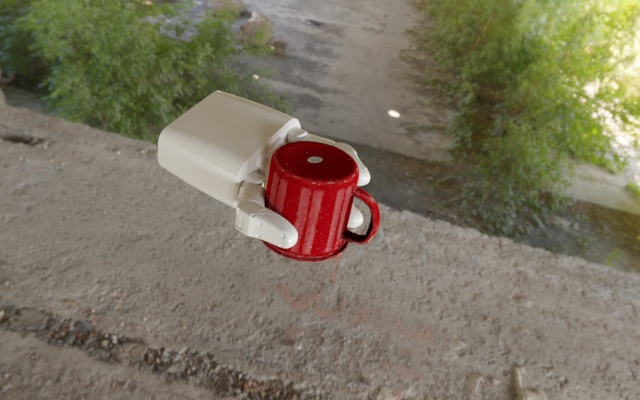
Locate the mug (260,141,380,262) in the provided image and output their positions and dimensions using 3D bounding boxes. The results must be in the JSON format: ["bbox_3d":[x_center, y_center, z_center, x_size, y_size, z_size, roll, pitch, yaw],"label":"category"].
[{"bbox_3d":[0.001,0.002,0.445,0.117,0.081,0.093,24,35,18],"label":"mug"}]
